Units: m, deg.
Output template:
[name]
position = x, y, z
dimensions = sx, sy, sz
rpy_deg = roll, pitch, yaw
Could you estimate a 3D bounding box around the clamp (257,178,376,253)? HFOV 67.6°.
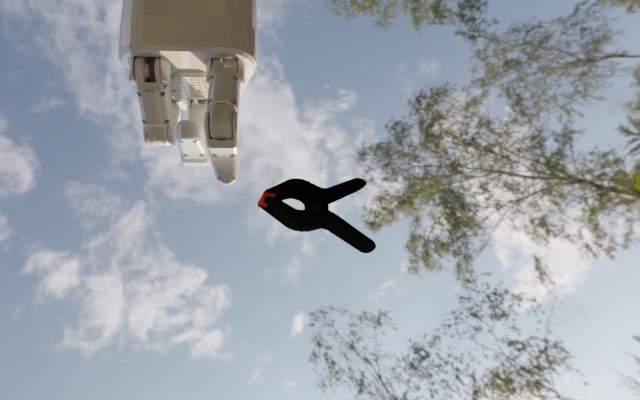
[clamp]
position = 0.000, 0.003, 0.669
dimensions = 0.171, 0.120, 0.039
rpy_deg = 18, -43, -18
